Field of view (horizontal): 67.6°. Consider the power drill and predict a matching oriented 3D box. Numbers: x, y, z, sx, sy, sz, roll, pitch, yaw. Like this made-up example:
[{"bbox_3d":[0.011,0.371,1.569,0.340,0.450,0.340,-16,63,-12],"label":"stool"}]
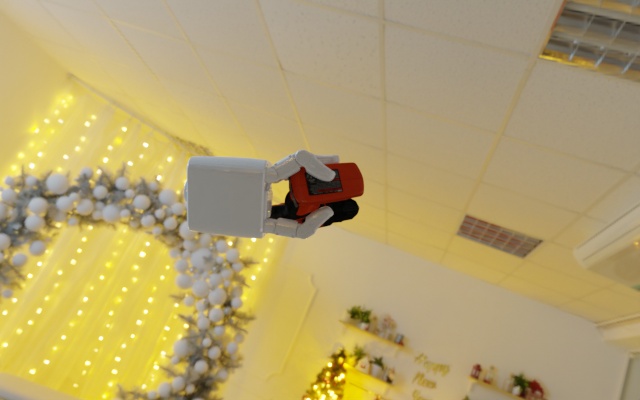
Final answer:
[{"bbox_3d":[0.000,0.002,0.748,0.184,0.057,0.188,-9,-17,-21],"label":"power drill"}]
